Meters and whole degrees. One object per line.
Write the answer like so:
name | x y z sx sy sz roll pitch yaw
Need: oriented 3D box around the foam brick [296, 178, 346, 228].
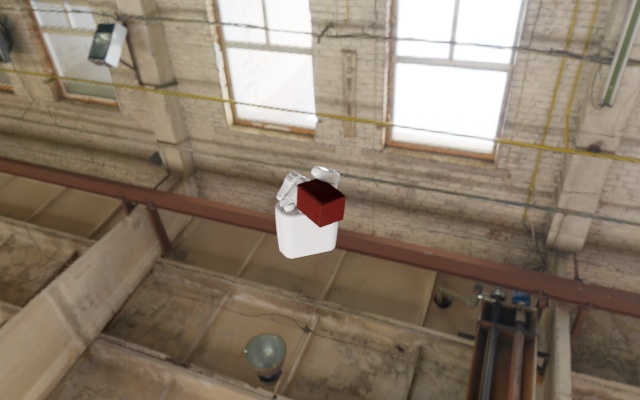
foam brick | 0.000 0.003 0.842 0.053 0.051 0.078 -17 38 -31
